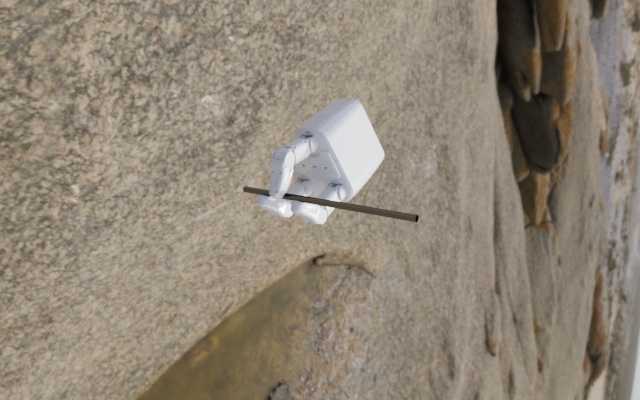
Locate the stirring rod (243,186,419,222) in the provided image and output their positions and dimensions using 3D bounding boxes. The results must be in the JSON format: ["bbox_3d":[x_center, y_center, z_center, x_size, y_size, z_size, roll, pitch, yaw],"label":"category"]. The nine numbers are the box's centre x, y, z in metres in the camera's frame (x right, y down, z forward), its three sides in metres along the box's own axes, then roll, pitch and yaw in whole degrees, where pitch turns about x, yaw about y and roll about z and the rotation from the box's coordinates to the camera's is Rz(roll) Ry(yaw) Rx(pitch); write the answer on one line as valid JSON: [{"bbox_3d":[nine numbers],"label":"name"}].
[{"bbox_3d":[0.000,0.002,0.553,0.239,0.011,0.011,10,5,34],"label":"stirring rod"}]
